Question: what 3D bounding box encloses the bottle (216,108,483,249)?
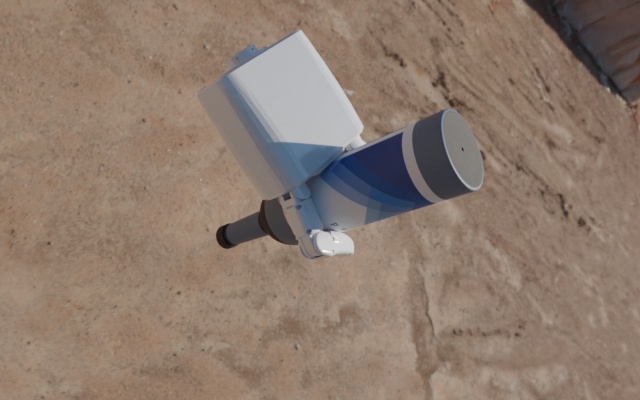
[{"bbox_3d":[0.000,0.001,0.452,0.296,0.069,0.069,-20,-13,38],"label":"bottle"}]
